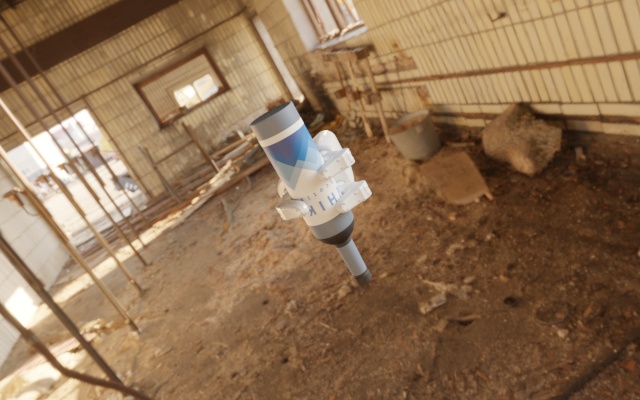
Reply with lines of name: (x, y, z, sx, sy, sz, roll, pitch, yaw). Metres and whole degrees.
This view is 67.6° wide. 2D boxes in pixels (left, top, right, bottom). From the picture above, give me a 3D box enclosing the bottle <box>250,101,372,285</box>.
bottle: (0.000, 0.002, 0.698, 0.069, 0.296, 0.069, -26, 20, 10)
